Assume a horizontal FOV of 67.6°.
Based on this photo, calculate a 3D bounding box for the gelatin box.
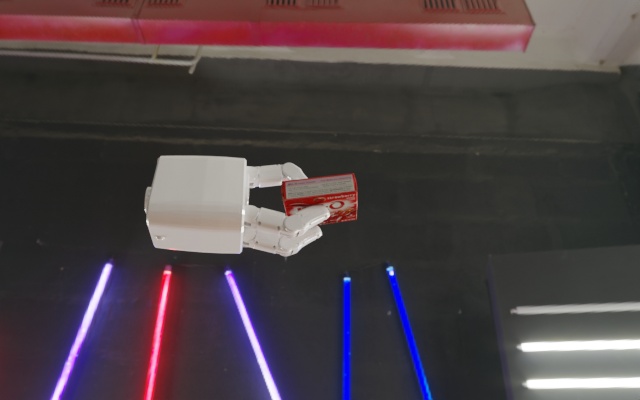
[{"bbox_3d":[0.000,0.001,0.588,0.089,0.030,0.073,-7,-30,0],"label":"gelatin box"}]
